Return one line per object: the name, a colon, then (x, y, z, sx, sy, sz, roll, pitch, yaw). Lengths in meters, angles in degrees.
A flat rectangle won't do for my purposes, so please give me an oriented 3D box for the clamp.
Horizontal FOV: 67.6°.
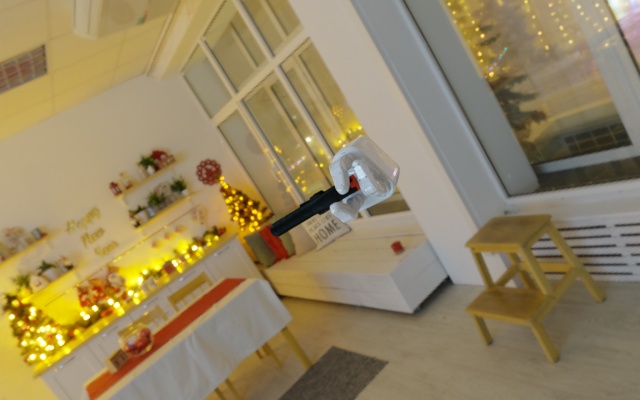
clamp: (0.000, 0.002, 0.822, 0.171, 0.039, 0.120, -28, 10, 25)
